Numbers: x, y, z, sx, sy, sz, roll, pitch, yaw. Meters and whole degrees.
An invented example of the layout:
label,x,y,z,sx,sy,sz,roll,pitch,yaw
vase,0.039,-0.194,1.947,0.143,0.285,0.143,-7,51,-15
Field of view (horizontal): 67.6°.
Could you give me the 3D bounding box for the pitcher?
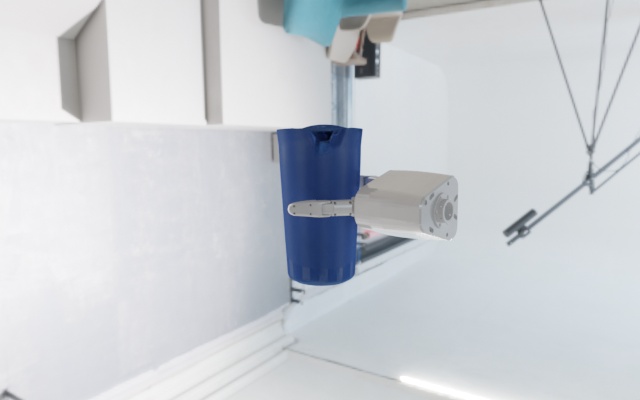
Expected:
label,x,y,z,sx,sy,sz,roll,pitch,yaw
pitcher,0.000,0.003,0.760,0.145,0.243,0.149,5,8,40
